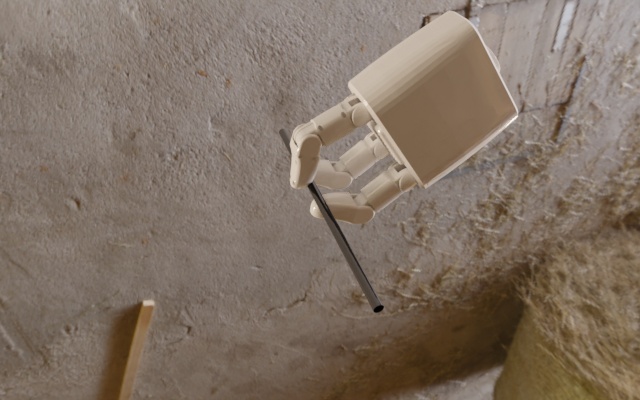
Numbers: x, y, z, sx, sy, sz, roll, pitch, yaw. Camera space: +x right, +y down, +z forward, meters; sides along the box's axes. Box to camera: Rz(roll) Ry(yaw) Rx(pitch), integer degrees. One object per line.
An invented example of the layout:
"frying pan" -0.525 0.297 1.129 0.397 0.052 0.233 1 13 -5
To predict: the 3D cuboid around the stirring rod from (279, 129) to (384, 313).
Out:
"stirring rod" 0.000 0.001 0.414 0.011 0.011 0.239 0 38 -25
